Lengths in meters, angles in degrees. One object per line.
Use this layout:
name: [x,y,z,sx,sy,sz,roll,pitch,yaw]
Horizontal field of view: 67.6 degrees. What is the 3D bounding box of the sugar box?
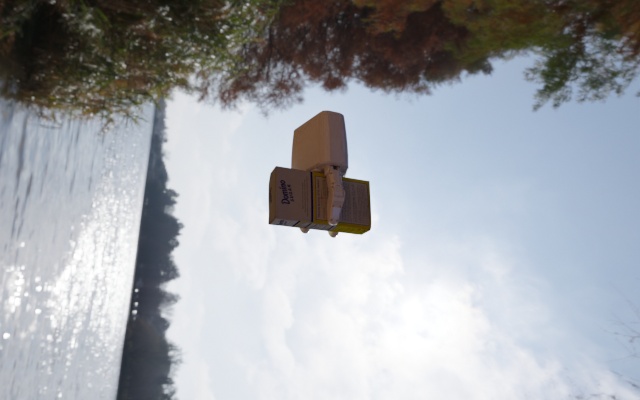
sugar box: [0.000,0.003,0.811,0.176,0.093,0.048,8,-23,-20]
